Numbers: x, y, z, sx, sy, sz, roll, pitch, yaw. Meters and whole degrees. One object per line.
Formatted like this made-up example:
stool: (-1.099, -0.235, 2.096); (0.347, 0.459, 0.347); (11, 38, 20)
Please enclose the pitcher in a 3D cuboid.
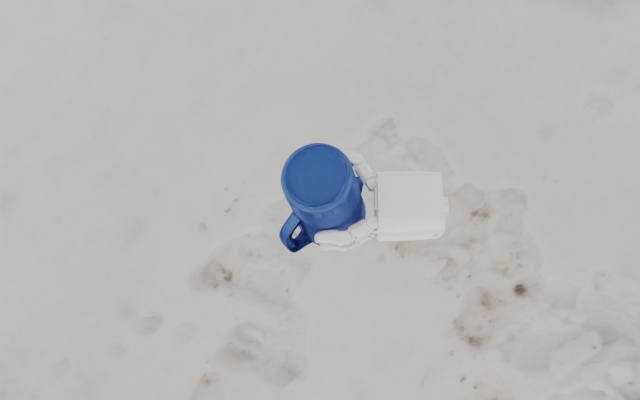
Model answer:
pitcher: (0.000, 0.003, 0.799); (0.145, 0.149, 0.243); (0, -14, 7)
